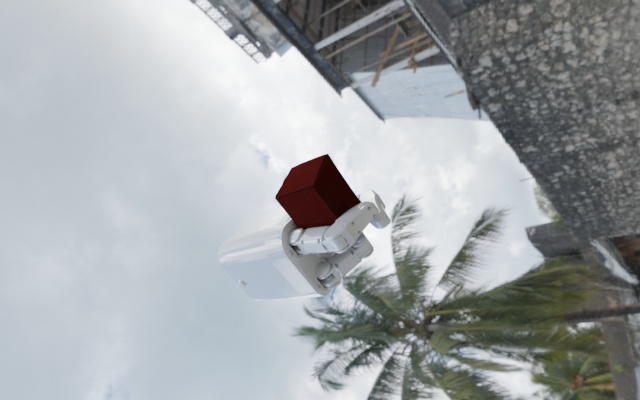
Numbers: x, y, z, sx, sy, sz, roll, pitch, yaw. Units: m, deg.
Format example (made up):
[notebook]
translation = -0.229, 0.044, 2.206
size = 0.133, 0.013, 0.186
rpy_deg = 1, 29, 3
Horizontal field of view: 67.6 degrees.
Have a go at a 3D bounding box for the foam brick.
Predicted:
[foam brick]
translation = 0.000, 0.001, 0.499
size = 0.051, 0.078, 0.053
rpy_deg = -14, 35, 35
